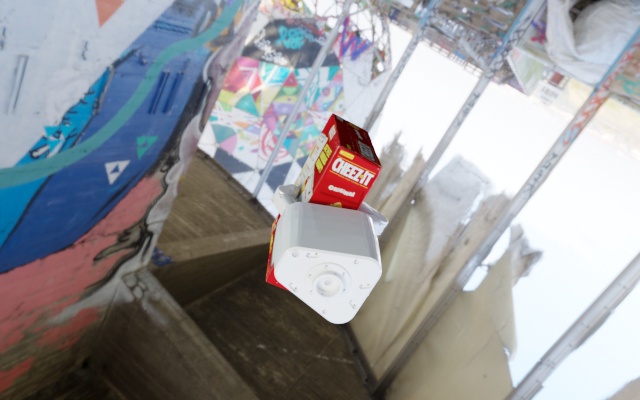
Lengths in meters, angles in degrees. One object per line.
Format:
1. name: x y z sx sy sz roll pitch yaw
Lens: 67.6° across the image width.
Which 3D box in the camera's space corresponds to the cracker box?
1. cracker box: 0.000 0.002 0.678 0.072 0.214 0.164 25 21 -13
